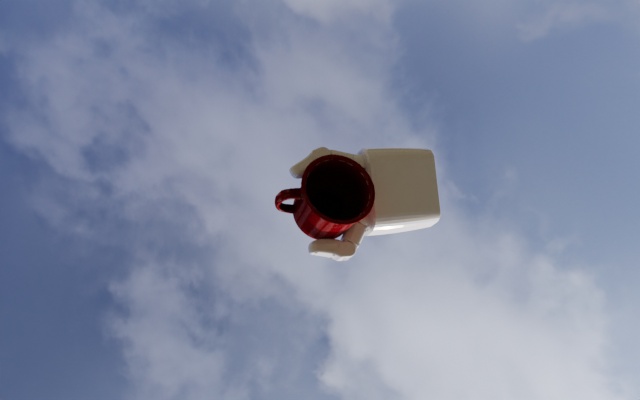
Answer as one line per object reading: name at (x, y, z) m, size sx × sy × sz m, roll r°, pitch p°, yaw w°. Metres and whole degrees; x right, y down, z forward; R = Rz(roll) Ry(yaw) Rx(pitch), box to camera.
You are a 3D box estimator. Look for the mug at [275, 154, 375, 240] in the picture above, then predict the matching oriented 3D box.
mug at (-0.001, 0.002, 0.601) m, size 0.117 × 0.093 × 0.081 m, roll -2°, pitch -23°, yaw -18°
